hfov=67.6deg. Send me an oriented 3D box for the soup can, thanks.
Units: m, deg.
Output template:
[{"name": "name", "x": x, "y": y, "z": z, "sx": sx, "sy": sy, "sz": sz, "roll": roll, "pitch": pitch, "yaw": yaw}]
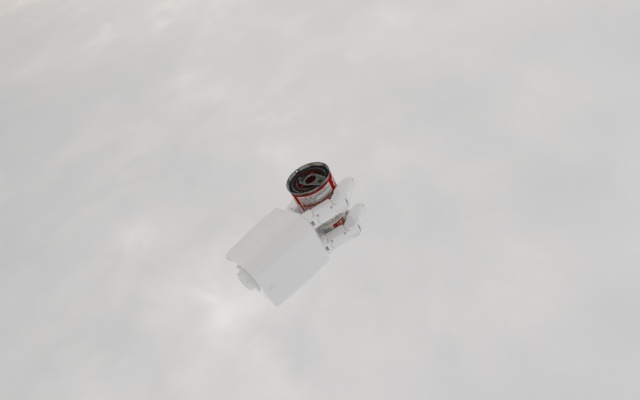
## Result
[{"name": "soup can", "x": 0.001, "y": 0.002, "z": 0.714, "sx": 0.068, "sy": 0.102, "sz": 0.068, "roll": -17, "pitch": 39, "yaw": 14}]
